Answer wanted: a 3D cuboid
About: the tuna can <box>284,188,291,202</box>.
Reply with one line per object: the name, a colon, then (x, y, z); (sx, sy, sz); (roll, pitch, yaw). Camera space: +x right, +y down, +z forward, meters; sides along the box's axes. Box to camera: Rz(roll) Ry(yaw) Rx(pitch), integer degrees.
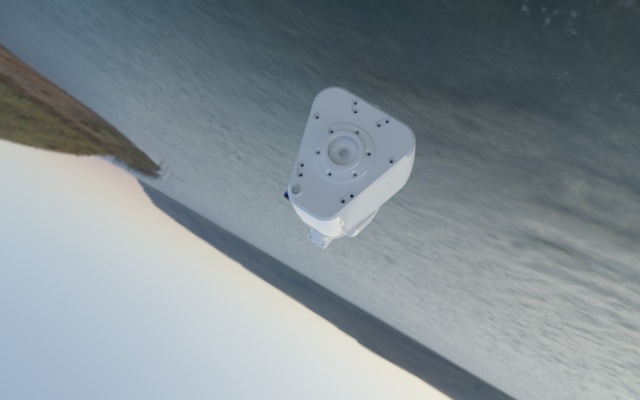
tuna can: (0.000, 0.002, 0.565); (0.086, 0.034, 0.086); (30, -3, 2)
